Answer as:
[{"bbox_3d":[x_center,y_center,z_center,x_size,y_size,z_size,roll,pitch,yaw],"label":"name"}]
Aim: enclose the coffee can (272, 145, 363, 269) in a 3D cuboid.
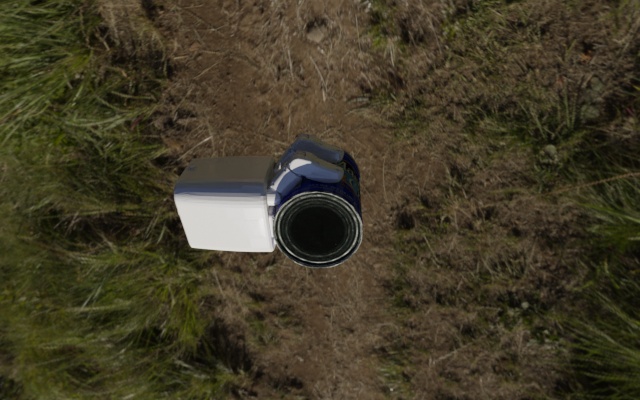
[{"bbox_3d":[0.000,0.002,0.596,0.103,0.103,0.140,0,28,3],"label":"coffee can"}]
